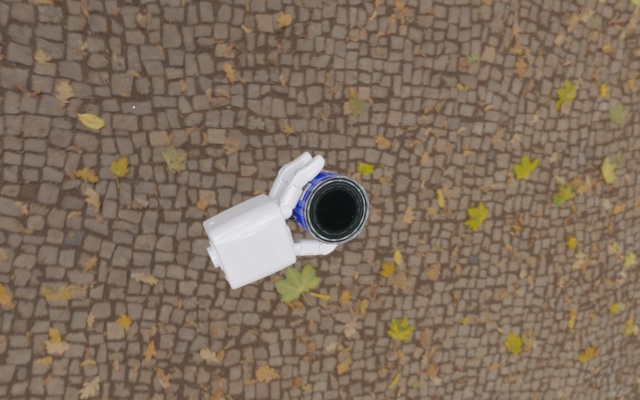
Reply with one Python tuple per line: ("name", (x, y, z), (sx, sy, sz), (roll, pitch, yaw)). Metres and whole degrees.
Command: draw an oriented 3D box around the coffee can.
("coffee can", (0.000, 0.002, 0.754), (0.103, 0.103, 0.140), (0, 10, -21))
